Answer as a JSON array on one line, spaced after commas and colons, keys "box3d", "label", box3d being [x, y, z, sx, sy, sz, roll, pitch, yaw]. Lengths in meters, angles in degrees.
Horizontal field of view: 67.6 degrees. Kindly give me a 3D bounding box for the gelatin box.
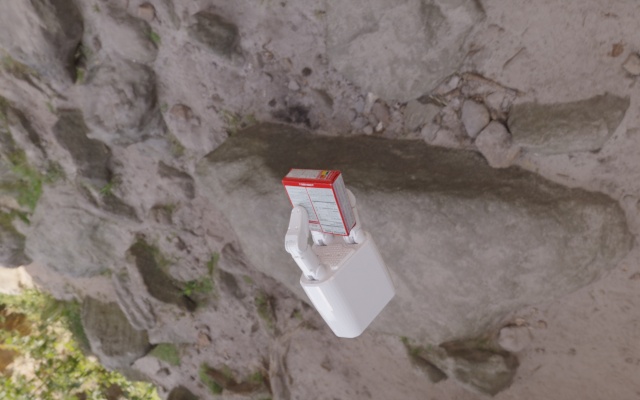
[{"box3d": [0.000, 0.002, 0.613, 0.073, 0.089, 0.030, 5, 43, 31], "label": "gelatin box"}]
